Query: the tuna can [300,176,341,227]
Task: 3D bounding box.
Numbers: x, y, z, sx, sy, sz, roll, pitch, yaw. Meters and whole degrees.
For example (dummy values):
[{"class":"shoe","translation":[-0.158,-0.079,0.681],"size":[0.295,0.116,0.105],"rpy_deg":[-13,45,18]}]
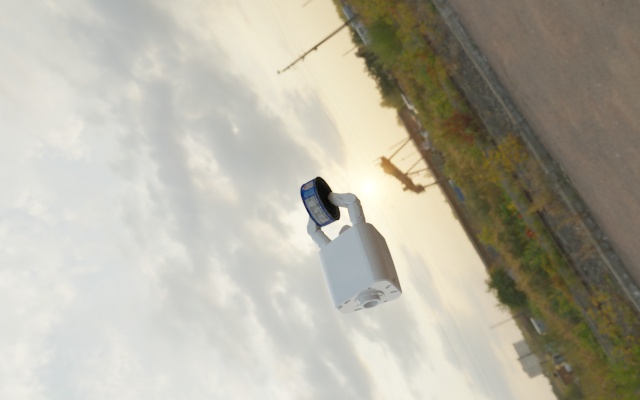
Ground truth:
[{"class":"tuna can","translation":[0.000,0.003,0.836],"size":[0.034,0.086,0.086],"rpy_deg":[-26,-9,18]}]
